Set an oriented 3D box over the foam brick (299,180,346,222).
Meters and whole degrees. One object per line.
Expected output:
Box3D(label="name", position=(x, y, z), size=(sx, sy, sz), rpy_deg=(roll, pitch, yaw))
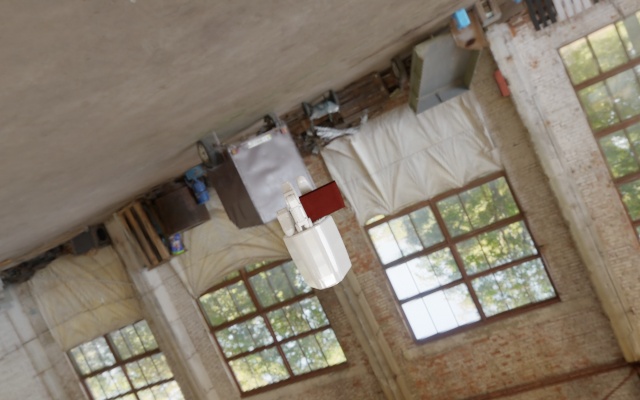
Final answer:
Box3D(label="foam brick", position=(0.000, 0.003, 0.858), size=(0.078, 0.051, 0.053), rpy_deg=(-25, 1, 0))
